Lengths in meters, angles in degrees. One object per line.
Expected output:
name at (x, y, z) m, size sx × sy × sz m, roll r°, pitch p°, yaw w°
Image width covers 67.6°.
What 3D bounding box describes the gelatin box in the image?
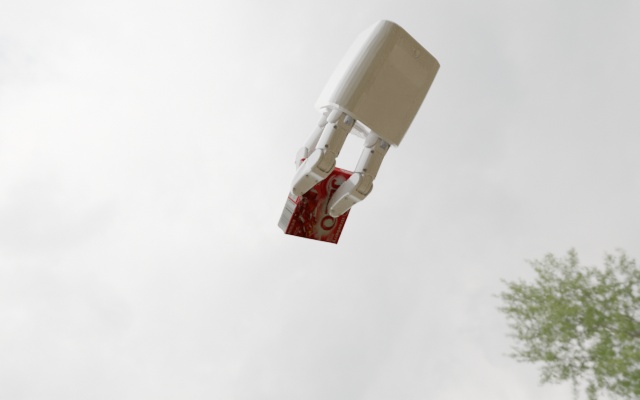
gelatin box at (0.000, 0.002, 0.555) m, size 0.073 × 0.089 × 0.030 m, roll 14°, pitch 14°, yaw -31°
